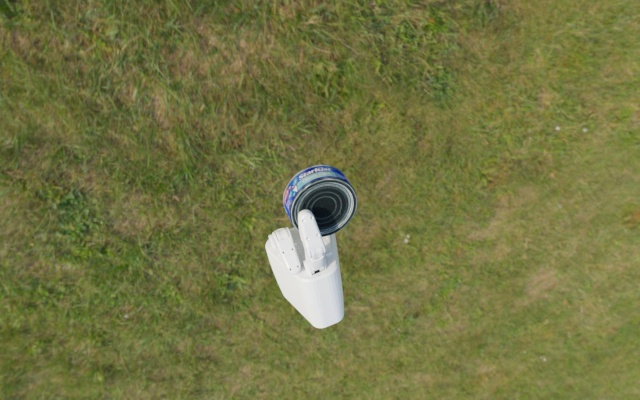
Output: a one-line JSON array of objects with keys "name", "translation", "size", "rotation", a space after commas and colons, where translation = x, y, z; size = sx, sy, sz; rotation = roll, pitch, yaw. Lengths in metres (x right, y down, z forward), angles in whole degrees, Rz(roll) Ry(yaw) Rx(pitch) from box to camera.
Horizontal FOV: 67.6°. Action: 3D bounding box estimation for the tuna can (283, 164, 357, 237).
[{"name": "tuna can", "translation": [0.000, 0.002, 0.576], "size": [0.086, 0.086, 0.033], "rotation": [0, 31, -20]}]
